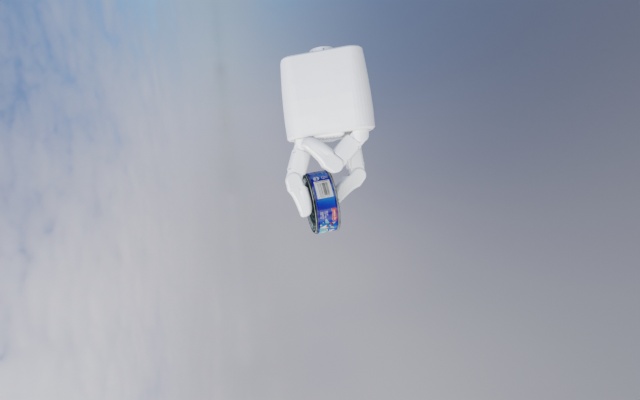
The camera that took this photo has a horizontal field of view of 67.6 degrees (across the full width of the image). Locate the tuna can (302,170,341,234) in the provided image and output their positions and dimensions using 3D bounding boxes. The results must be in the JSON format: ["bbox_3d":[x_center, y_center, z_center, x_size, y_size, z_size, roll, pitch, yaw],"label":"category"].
[{"bbox_3d":[0.000,0.002,0.658,0.034,0.086,0.086,-11,2,-10],"label":"tuna can"}]
